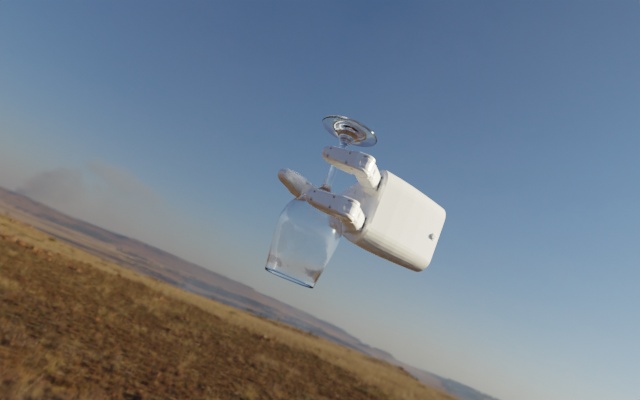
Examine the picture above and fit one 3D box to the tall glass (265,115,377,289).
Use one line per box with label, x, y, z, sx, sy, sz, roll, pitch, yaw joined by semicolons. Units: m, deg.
tall glass;0.000;0.001;0.580;0.079;0.201;0.079;22;-13;5
